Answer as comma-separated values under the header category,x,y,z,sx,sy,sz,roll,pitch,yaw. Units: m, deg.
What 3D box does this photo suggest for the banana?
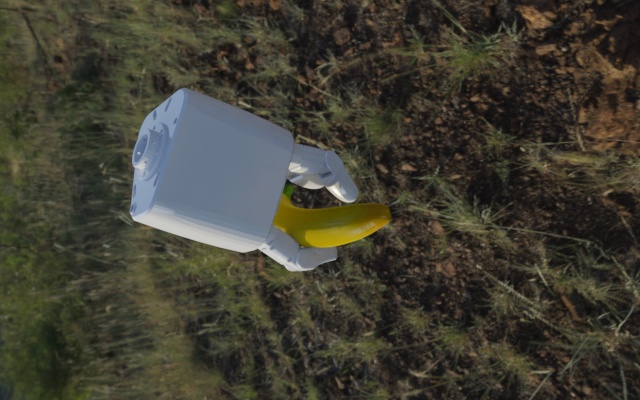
category,x,y,z,sx,sy,sz,roll,pitch,yaw
banana,-0.013,0.015,0.475,0.037,0.069,0.198,45,-15,-29
